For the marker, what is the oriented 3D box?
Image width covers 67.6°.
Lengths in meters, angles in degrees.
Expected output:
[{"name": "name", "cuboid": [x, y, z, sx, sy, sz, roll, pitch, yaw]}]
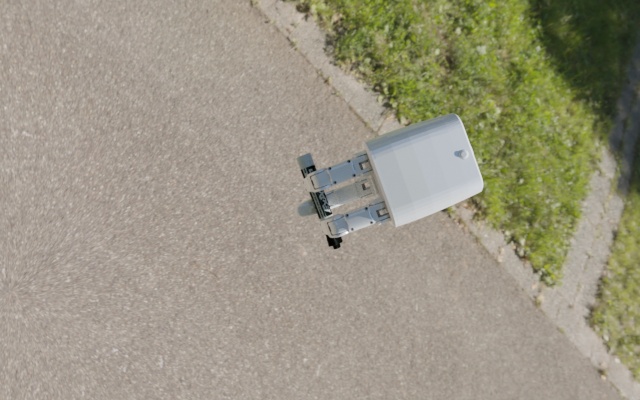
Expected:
[{"name": "marker", "cuboid": [0.000, 0.002, 0.582, 0.020, 0.121, 0.020, -20, 3, 1]}]
